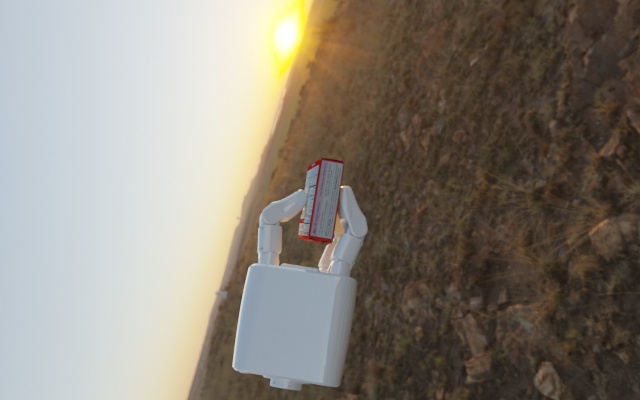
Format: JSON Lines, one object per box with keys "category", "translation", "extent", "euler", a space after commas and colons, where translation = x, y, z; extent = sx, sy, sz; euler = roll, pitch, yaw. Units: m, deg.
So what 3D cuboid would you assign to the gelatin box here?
{"category": "gelatin box", "translation": [0.000, 0.001, 0.531], "extent": [0.030, 0.089, 0.073], "euler": [9, -4, -11]}
